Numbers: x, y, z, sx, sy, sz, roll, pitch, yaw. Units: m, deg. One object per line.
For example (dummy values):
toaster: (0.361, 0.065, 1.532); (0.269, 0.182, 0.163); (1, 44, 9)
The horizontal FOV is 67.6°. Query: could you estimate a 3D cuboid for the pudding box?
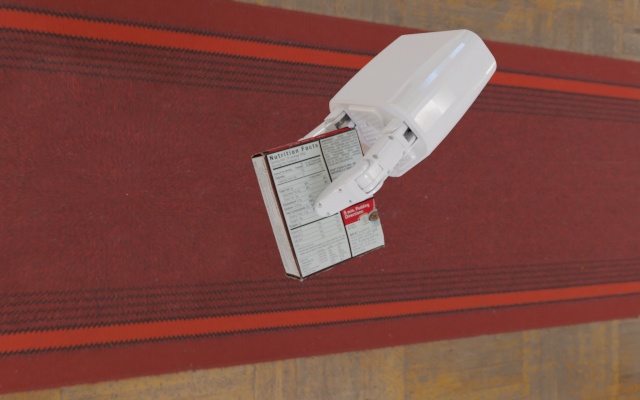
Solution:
pudding box: (0.000, 0.001, 0.414); (0.090, 0.113, 0.039); (-19, 7, -22)
